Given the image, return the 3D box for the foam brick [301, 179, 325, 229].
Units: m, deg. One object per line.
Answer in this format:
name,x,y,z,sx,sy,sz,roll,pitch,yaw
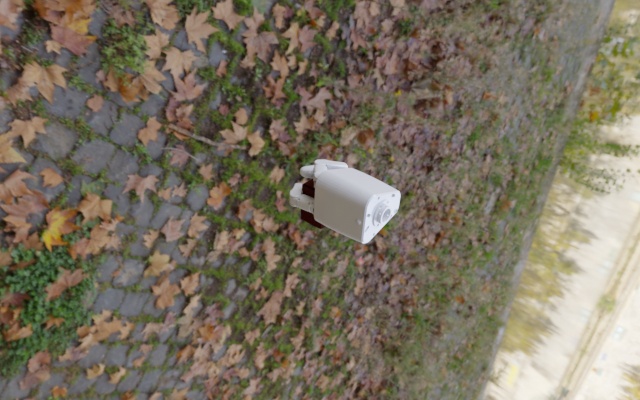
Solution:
foam brick,0.000,0.003,0.877,0.051,0.078,0.053,26,38,32
